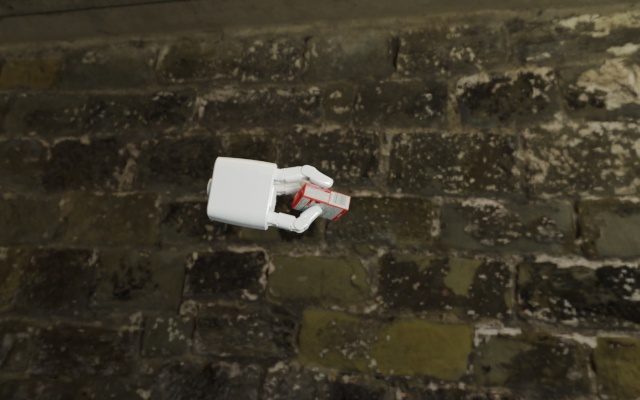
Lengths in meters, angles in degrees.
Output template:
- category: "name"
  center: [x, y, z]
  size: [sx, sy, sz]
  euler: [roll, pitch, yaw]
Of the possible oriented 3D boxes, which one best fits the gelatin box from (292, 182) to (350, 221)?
- category: "gelatin box"
  center: [0.000, 0.003, 0.866]
  size: [0.089, 0.030, 0.073]
  euler: [17, -22, -11]
